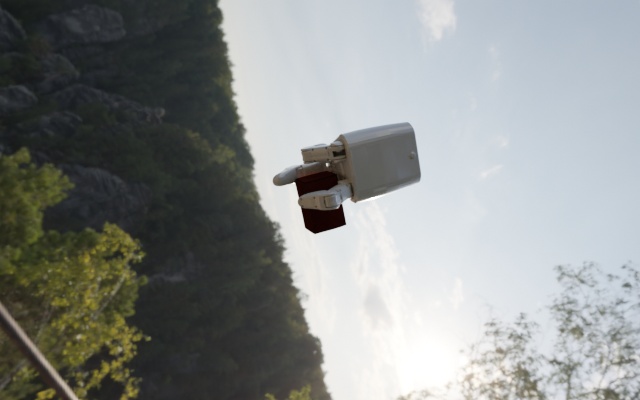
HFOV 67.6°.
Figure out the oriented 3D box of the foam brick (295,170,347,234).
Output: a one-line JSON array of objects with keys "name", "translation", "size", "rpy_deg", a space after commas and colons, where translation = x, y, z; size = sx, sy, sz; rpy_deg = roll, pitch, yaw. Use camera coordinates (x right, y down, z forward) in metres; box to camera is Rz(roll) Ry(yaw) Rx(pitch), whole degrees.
[{"name": "foam brick", "translation": [0.000, 0.003, 0.690], "size": [0.051, 0.078, 0.053], "rpy_deg": [-15, 14, -15]}]
